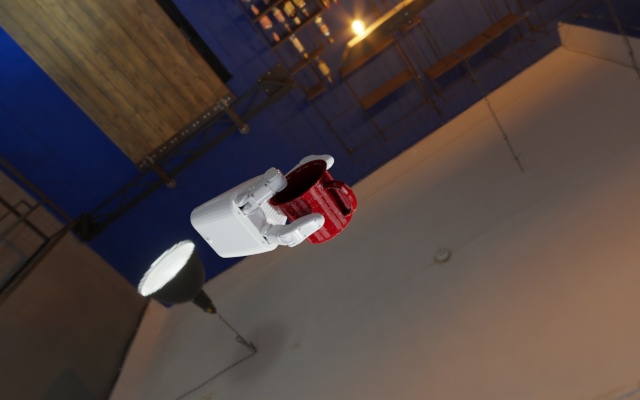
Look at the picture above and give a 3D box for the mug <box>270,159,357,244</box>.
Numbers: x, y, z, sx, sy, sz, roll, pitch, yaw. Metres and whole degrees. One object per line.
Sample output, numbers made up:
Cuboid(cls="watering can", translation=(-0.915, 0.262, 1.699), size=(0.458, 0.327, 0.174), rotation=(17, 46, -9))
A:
Cuboid(cls="mug", translation=(0.001, 0.002, 0.643), size=(0.117, 0.081, 0.093), rotation=(-13, 34, 42))
